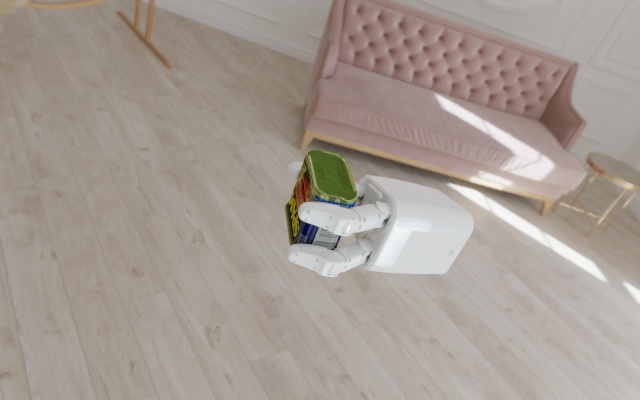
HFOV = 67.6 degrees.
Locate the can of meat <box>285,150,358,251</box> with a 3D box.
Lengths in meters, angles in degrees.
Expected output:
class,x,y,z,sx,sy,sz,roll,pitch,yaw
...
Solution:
class,x,y,z,sx,sy,sz,roll,pitch,yaw
can of meat,0.000,0.001,0.545,0.057,0.084,0.102,10,34,-17
